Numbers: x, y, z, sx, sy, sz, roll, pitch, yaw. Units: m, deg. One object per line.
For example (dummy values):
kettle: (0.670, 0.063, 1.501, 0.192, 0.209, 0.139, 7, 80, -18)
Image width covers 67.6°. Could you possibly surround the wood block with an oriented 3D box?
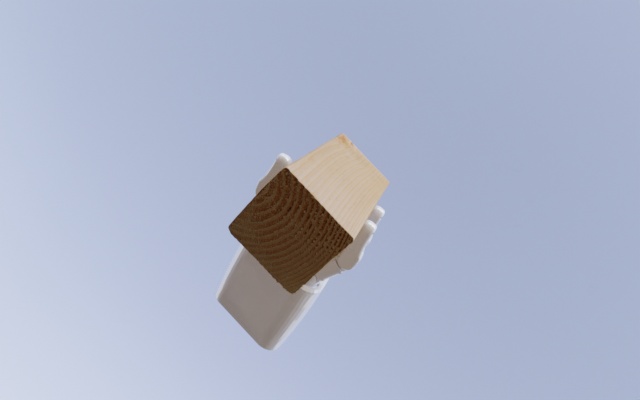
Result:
wood block: (0.000, 0.002, 0.523, 0.090, 0.091, 0.206, -44, 0, 23)
